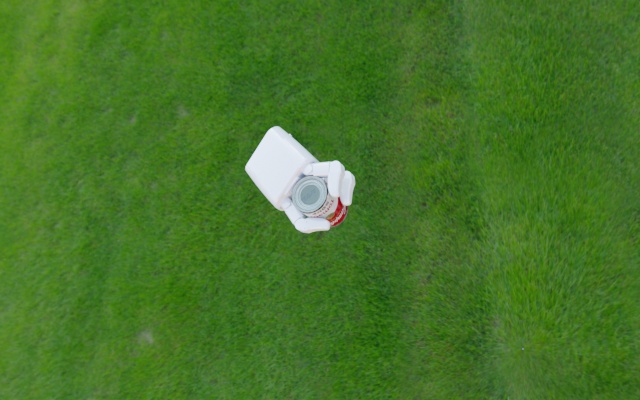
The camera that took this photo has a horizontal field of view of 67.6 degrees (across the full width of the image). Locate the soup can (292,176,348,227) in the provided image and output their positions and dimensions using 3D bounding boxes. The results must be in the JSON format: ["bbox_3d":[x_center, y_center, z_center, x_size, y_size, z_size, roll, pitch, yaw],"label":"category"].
[{"bbox_3d":[0.000,0.003,0.838,0.068,0.068,0.102,0,-16,23],"label":"soup can"}]
